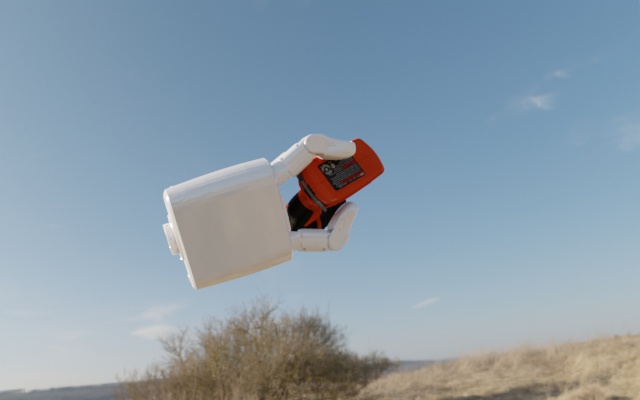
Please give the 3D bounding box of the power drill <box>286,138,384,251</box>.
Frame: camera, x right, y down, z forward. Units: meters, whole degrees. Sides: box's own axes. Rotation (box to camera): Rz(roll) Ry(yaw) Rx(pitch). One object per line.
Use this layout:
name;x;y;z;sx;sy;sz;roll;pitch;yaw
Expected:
power drill;0.000;0.002;0.603;0.184;0.057;0.188;-33;-11;-39
